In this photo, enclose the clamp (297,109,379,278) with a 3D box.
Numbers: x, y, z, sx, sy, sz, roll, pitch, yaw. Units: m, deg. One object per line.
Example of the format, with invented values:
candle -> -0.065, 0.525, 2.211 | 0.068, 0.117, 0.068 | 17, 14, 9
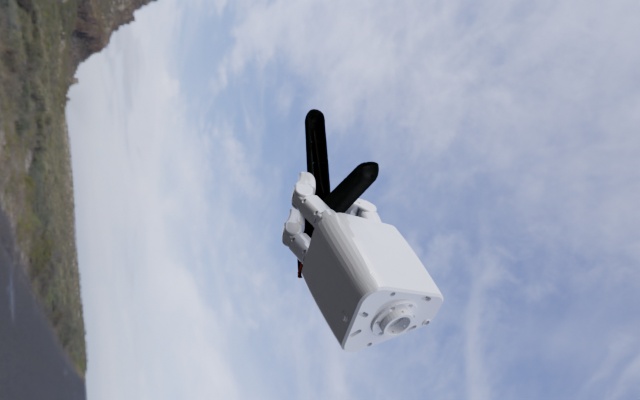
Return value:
clamp -> 0.001, 0.002, 0.587 | 0.036, 0.210, 0.164 | -1, 37, -24
